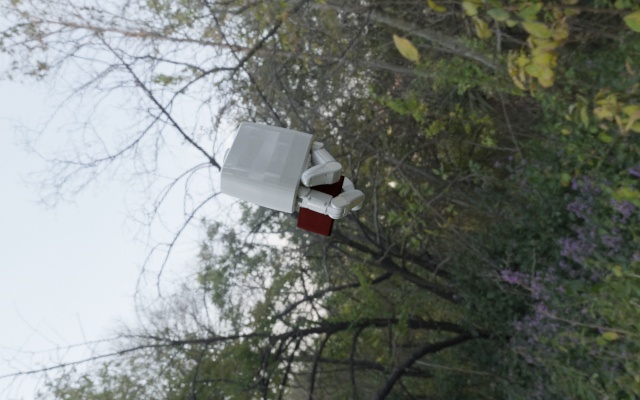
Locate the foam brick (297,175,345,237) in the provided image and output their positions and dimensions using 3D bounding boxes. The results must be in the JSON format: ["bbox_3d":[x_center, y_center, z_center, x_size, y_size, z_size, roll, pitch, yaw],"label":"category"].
[{"bbox_3d":[0.000,0.003,0.686,0.051,0.078,0.053,14,40,2],"label":"foam brick"}]
